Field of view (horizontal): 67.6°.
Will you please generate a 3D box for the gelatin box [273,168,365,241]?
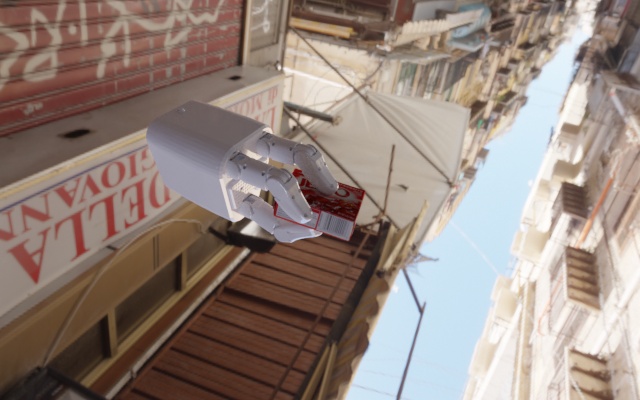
[{"bbox_3d":[0.000,0.002,0.532,0.089,0.030,0.073,19,31,5],"label":"gelatin box"}]
